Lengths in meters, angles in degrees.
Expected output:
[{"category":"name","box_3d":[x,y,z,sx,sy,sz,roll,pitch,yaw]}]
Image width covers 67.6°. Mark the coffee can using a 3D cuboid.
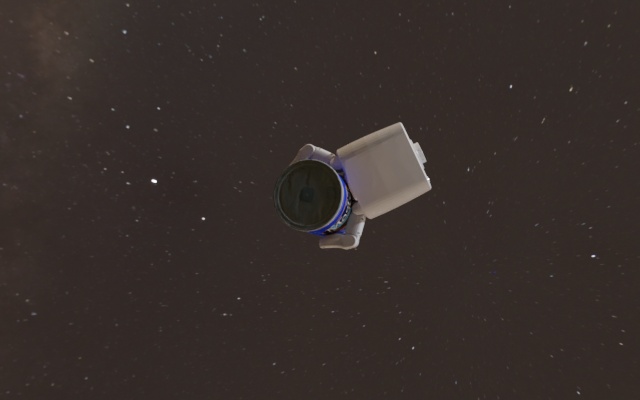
[{"category":"coffee can","box_3d":[0.000,0.003,0.734,0.103,0.103,0.140,0,-9,16]}]
